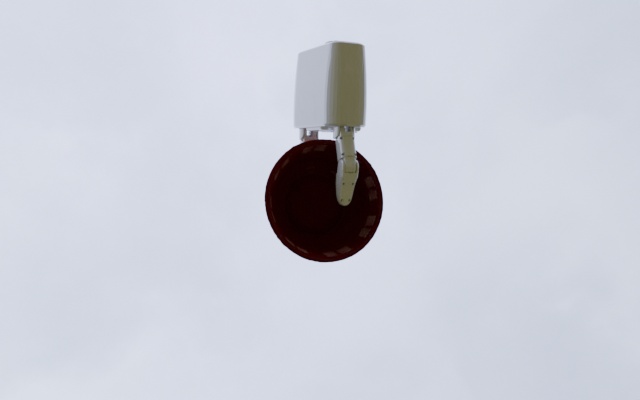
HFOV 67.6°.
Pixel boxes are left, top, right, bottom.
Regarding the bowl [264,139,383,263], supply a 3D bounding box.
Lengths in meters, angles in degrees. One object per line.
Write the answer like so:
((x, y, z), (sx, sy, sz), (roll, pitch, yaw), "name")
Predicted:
((0.000, 0.003, 0.641), (0.162, 0.162, 0.055), (0, -6, -17), "bowl")
